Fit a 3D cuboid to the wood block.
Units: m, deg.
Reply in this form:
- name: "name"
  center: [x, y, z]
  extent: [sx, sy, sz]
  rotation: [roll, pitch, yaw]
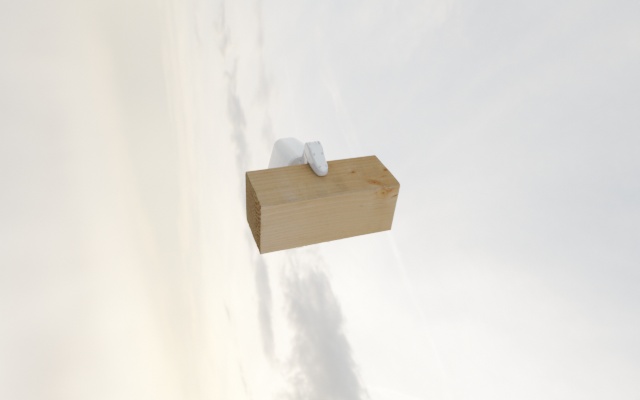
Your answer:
- name: "wood block"
  center: [0.000, 0.002, 0.706]
  extent: [0.206, 0.091, 0.090]
  rotation: [-9, 38, -18]
